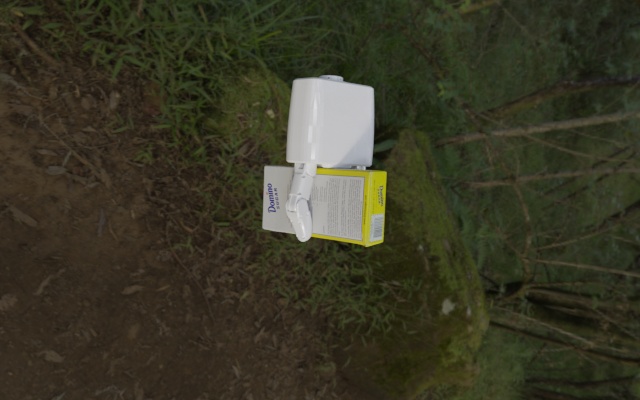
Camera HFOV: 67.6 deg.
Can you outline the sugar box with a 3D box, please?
[{"bbox_3d":[0.001,0.002,0.636,0.176,0.093,0.048,7,7,39],"label":"sugar box"}]
